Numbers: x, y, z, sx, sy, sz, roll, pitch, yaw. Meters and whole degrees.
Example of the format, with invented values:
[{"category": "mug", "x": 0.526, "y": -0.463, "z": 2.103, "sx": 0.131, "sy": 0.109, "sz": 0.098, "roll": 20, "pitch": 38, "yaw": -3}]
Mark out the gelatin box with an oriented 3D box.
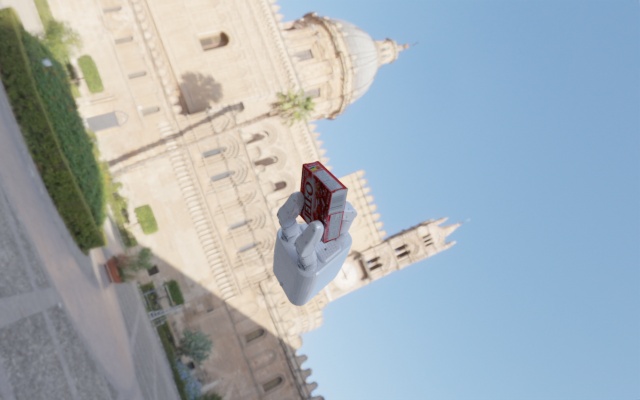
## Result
[{"category": "gelatin box", "x": 0.001, "y": 0.002, "z": 0.652, "sx": 0.030, "sy": 0.089, "sz": 0.073, "roll": -16, "pitch": 43, "yaw": -29}]
